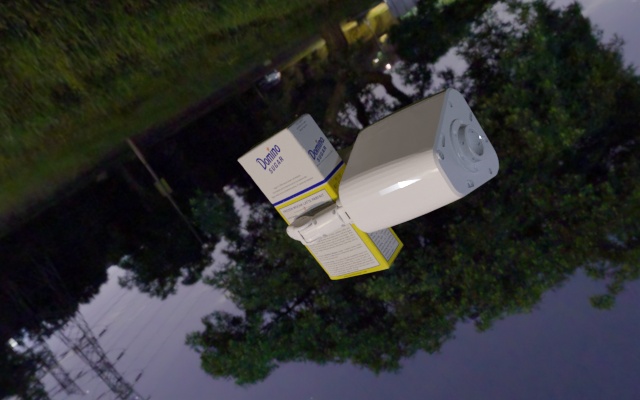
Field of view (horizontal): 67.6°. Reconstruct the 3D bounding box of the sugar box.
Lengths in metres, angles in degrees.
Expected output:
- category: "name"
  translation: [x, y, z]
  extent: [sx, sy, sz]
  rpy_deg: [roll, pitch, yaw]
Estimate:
- category: "sugar box"
  translation: [0.001, 0.001, 0.509]
  extent: [0.093, 0.176, 0.048]
  rpy_deg: [-22, 17, 45]
